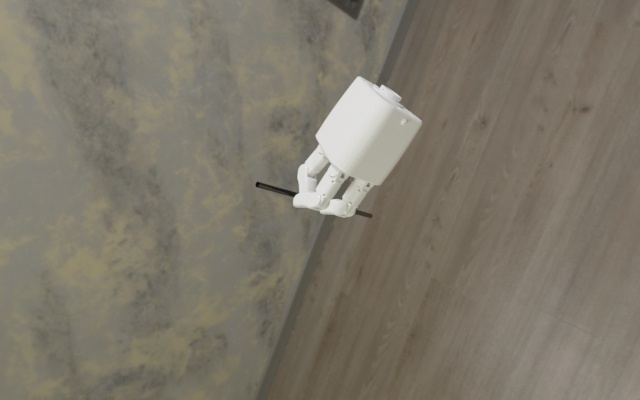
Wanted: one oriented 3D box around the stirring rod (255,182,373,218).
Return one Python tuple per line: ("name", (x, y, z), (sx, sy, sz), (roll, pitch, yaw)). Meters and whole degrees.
("stirring rod", (0.000, 0.002, 0.715), (0.011, 0.011, 0.239), (0, -11, 45))
